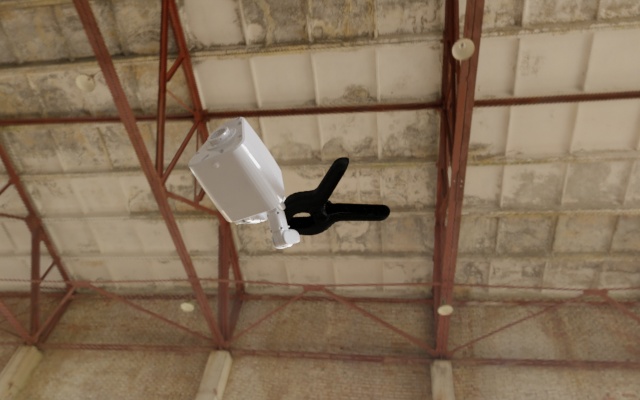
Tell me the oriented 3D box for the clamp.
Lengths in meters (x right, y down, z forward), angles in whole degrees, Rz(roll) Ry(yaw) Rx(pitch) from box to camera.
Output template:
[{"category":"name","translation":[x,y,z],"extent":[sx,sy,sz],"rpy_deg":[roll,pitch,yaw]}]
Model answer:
[{"category":"clamp","translation":[0.000,0.002,0.680],"extent":[0.171,0.120,0.039],"rpy_deg":[-17,33,21]}]
